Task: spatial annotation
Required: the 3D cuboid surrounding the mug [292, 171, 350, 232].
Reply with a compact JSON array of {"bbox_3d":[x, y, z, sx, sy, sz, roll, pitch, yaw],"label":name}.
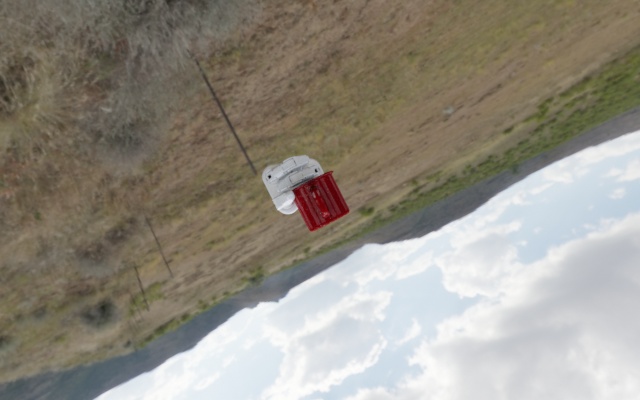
[{"bbox_3d":[0.000,0.003,0.843,0.093,0.081,0.117,-27,-2,-3],"label":"mug"}]
